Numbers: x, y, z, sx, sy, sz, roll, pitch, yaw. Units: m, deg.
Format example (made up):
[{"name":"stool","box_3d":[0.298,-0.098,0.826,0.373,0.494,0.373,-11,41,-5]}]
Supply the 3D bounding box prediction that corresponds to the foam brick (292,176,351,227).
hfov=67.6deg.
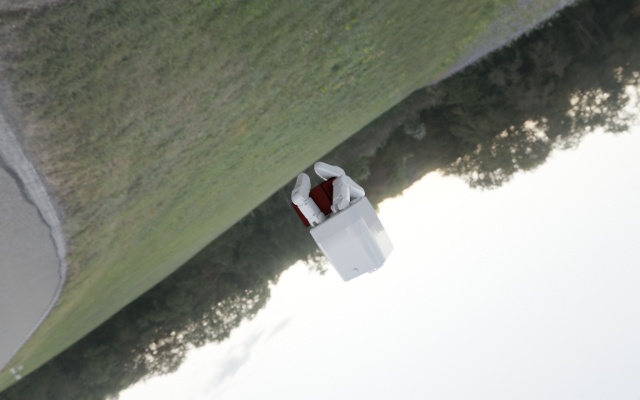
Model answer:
[{"name":"foam brick","box_3d":[0.000,0.003,0.820,0.078,0.051,0.053,-33,-1,38]}]
